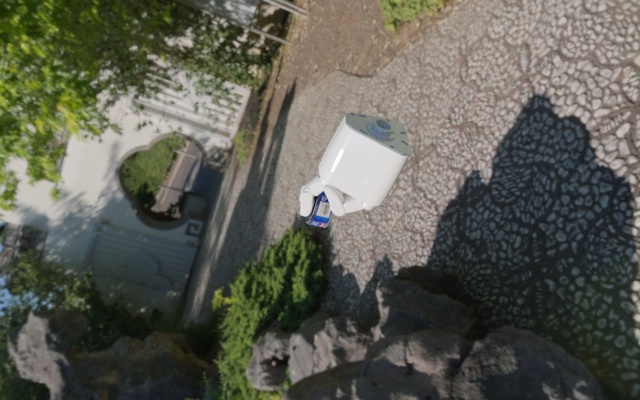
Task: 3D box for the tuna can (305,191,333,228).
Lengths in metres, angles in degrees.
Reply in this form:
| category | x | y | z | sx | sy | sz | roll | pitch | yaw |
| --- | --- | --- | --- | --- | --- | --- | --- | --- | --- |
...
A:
| category | x | y | z | sx | sy | sz | roll | pitch | yaw |
| --- | --- | --- | --- | --- | --- | --- | --- | --- | --- |
| tuna can | 0.000 | 0.003 | 0.837 | 0.034 | 0.086 | 0.086 | 13 | -3 | -13 |
